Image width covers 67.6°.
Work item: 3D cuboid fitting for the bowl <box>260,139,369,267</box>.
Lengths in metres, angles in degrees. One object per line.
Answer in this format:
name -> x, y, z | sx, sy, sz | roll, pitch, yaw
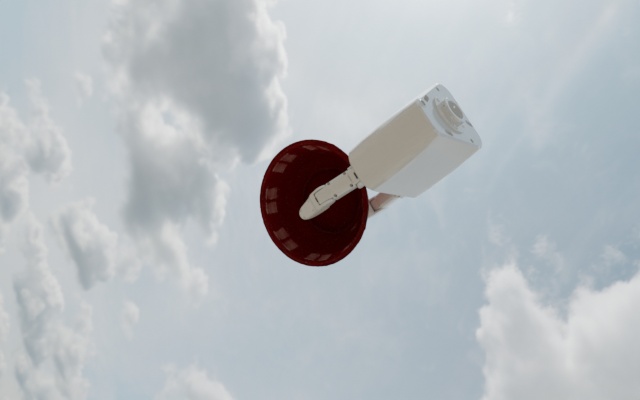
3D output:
bowl -> -0.001, 0.002, 0.623 | 0.162, 0.162, 0.055 | 0, 5, 31
